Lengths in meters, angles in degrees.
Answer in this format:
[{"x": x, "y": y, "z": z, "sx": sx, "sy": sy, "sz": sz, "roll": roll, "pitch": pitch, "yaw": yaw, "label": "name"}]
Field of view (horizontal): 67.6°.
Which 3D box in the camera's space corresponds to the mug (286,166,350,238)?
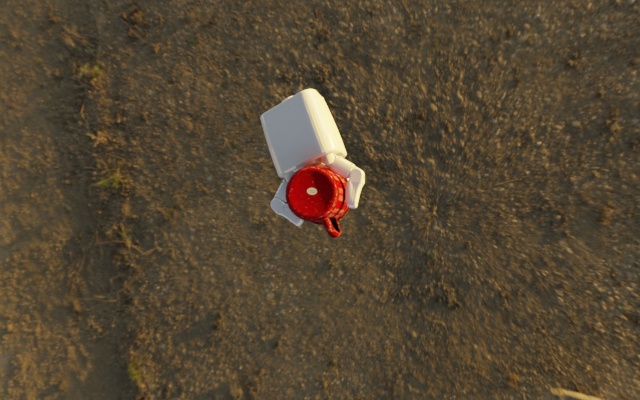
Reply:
[{"x": 0.001, "y": 0.004, "z": 0.727, "sx": 0.093, "sy": 0.117, "sz": 0.081, "roll": -22, "pitch": -8, "yaw": 12, "label": "mug"}]
